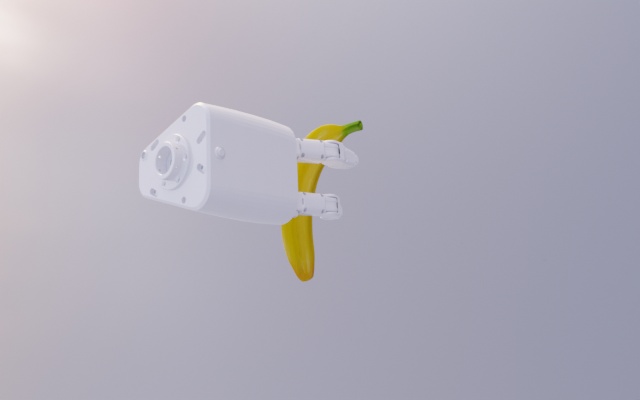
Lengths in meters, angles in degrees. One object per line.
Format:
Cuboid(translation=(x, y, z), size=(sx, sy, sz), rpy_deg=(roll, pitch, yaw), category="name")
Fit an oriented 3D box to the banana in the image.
Cuboid(translation=(-0.013, -0.007, 0.560), size=(0.069, 0.198, 0.037), rpy_deg=(21, 6, 34), category="banana")
